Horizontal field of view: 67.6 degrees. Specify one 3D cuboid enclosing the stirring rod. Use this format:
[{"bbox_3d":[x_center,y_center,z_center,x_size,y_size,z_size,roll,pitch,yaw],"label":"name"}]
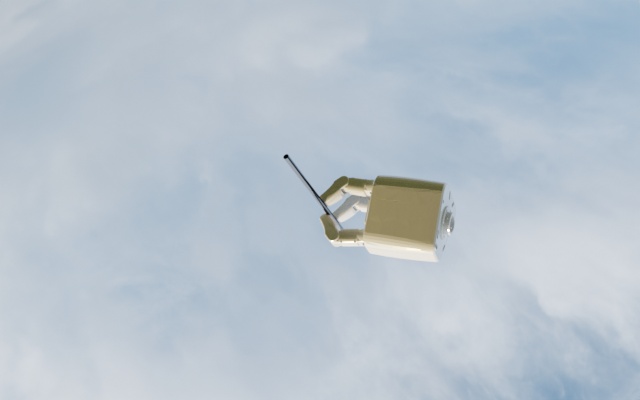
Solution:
[{"bbox_3d":[0.000,0.002,0.727,0.011,0.011,0.240,0,-30,26],"label":"stirring rod"}]
